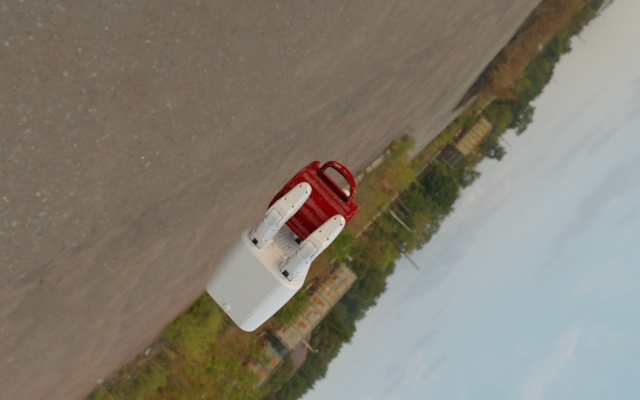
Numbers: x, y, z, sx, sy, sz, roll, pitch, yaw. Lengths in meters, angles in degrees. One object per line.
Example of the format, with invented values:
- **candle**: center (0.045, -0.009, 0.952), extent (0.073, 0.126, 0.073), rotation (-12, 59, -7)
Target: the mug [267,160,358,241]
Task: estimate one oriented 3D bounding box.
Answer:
- **mug**: center (0.001, 0.001, 0.600), extent (0.117, 0.081, 0.093), rotation (-48, -7, 30)
